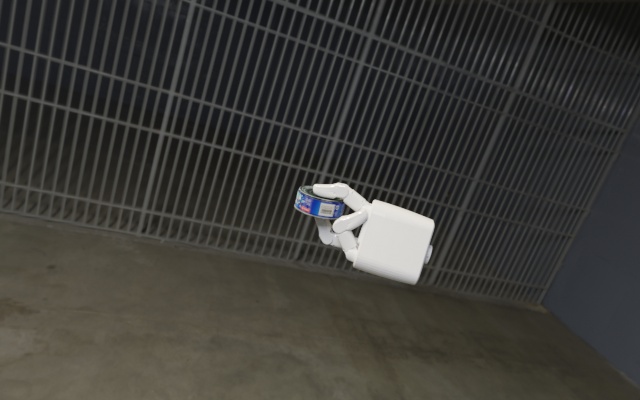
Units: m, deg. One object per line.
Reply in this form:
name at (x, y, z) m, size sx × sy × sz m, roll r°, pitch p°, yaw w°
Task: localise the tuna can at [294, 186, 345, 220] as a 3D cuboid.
tuna can at (0.000, 0.002, 0.823) m, size 0.086 × 0.034 × 0.086 m, roll 12°, pitch 15°, yaw -3°
